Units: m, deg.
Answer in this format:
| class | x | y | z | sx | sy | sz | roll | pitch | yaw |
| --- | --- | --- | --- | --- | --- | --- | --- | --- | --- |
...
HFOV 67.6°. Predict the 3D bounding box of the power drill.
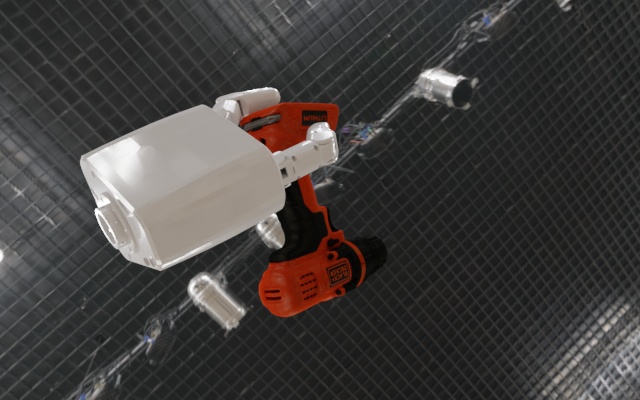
| class | x | y | z | sx | sy | sz | roll | pitch | yaw |
| --- | --- | --- | --- | --- | --- | --- | --- | --- | --- |
| power drill | 0.000 | 0.001 | 0.469 | 0.057 | 0.187 | 0.184 | -13 | 0 | 35 |
